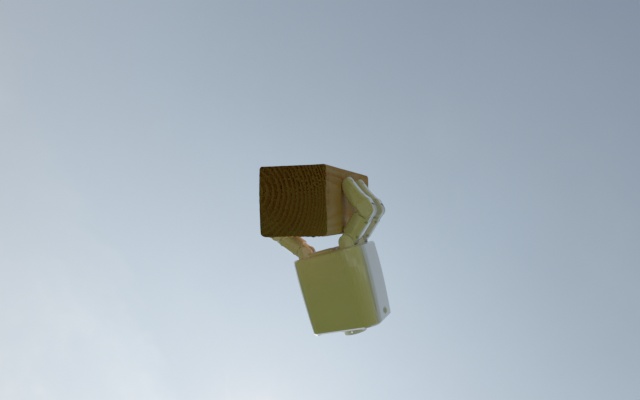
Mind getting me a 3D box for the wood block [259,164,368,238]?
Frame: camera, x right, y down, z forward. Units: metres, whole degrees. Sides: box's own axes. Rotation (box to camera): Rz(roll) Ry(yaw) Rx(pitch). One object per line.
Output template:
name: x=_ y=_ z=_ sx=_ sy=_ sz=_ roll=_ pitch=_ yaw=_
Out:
wood block: x=0.000 y=0.003 z=0.676 sx=0.091 sy=0.090 sz=0.206 roll=-2 pitch=-2 yaw=19
